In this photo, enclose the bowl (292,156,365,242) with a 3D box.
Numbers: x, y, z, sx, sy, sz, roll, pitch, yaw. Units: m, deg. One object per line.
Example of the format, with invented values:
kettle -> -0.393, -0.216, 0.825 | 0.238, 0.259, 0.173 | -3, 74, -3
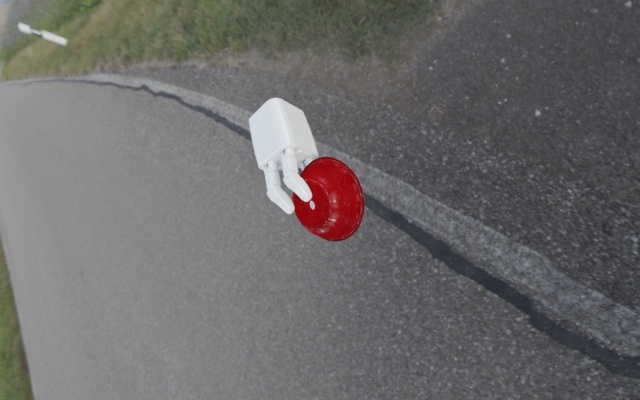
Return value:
bowl -> 0.001, 0.004, 0.873 | 0.162, 0.162, 0.055 | 0, 11, 41
